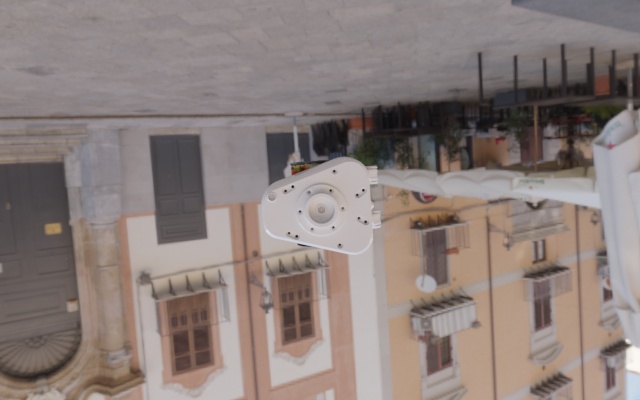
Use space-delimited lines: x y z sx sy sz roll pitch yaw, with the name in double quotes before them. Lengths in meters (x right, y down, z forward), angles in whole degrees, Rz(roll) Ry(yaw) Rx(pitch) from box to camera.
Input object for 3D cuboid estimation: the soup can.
"soup can" 0.000 0.002 0.591 0.068 0.102 0.068 -4 3 0
